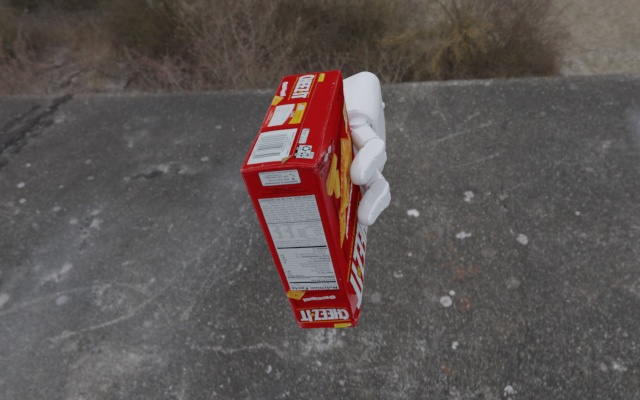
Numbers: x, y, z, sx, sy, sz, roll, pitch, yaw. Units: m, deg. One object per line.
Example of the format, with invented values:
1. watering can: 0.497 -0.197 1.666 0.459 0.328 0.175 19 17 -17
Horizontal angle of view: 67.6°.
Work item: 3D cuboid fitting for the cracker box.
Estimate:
1. cracker box: 0.000 0.001 0.492 0.072 0.214 0.164 -3 40 14
